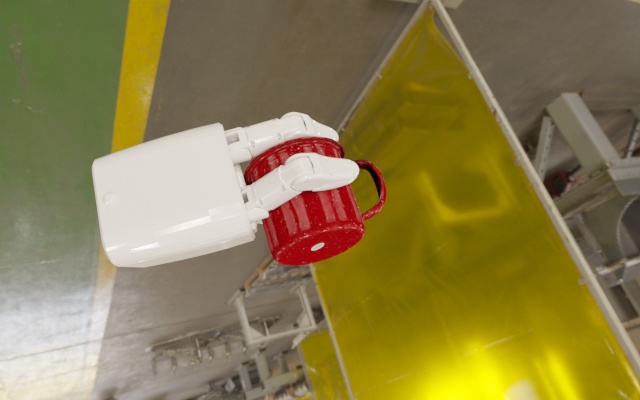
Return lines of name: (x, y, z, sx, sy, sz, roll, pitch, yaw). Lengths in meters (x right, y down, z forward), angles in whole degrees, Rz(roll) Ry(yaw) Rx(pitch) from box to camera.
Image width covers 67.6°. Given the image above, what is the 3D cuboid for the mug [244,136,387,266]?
mug: (0.002, 0.001, 0.412, 0.117, 0.081, 0.093, -16, -23, -6)
